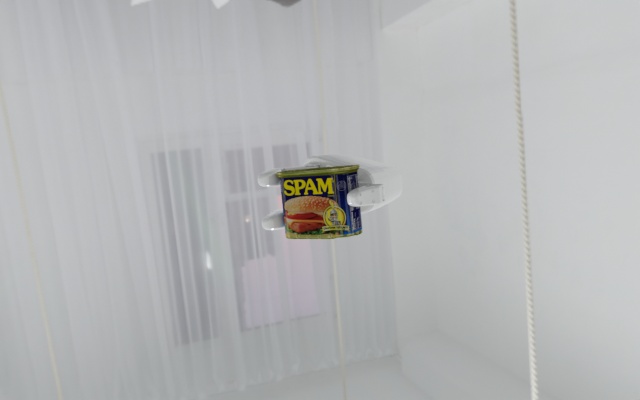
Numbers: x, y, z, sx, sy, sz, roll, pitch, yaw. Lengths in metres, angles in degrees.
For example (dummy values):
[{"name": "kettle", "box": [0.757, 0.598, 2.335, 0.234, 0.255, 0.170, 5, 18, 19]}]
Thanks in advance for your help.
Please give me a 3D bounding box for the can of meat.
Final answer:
[{"name": "can of meat", "box": [0.000, 0.002, 0.589, 0.102, 0.084, 0.057, -2, 7, 29]}]
